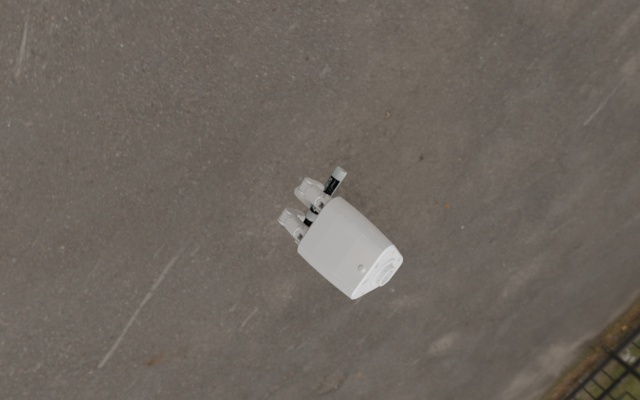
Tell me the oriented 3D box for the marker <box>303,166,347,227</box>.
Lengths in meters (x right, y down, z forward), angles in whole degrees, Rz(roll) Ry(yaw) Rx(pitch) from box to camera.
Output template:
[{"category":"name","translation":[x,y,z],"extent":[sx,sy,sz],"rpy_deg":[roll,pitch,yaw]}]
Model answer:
[{"category":"marker","translation":[0.000,0.002,0.734],"extent":[0.020,0.121,0.020],"rpy_deg":[31,14,-9]}]
